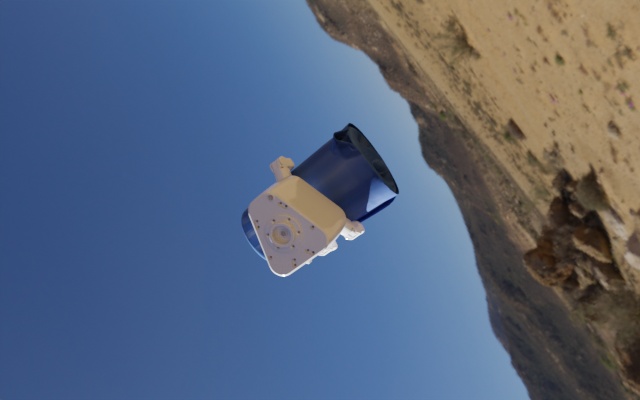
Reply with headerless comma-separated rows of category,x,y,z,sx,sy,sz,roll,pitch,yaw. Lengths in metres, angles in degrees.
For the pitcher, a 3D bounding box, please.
pitcher,0.000,0.003,0.774,0.243,0.149,0.145,-35,3,18
